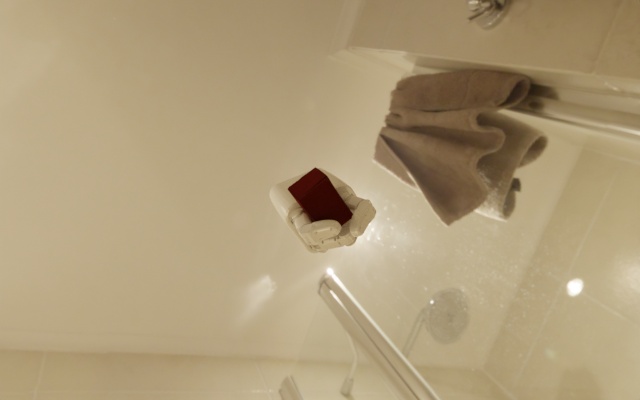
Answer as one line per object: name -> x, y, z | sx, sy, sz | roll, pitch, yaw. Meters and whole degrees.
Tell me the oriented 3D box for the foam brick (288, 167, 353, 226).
foam brick -> 0.000, 0.002, 0.671 | 0.053, 0.078, 0.051 | -37, 29, -4
